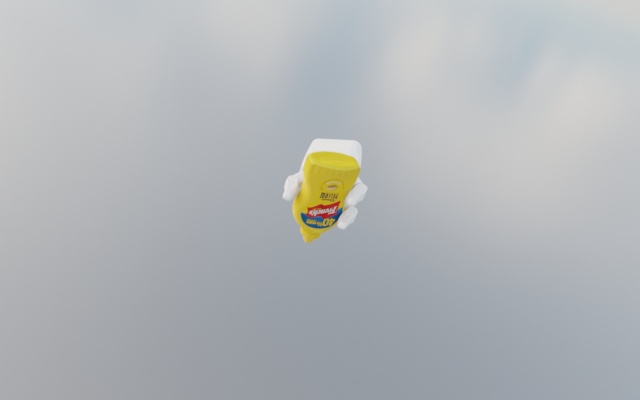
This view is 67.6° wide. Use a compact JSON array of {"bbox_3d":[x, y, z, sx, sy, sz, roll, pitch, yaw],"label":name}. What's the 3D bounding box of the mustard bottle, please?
[{"bbox_3d":[0.000,0.003,0.877,0.096,0.192,0.058,2,38,-22],"label":"mustard bottle"}]
